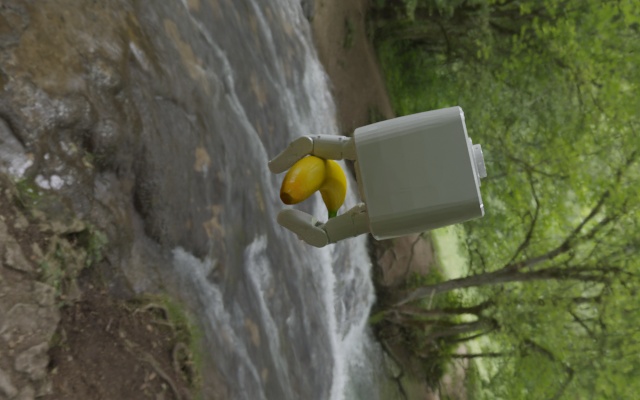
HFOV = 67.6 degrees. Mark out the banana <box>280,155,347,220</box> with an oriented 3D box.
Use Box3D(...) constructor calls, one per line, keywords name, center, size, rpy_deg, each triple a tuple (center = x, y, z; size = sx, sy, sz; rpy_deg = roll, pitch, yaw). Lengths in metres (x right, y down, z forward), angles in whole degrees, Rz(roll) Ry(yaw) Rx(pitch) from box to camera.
Box3D(name="banana", center=(0.001, -0.016, 0.525), size=(0.037, 0.069, 0.198), rpy_deg=(-3, -10, 16))
